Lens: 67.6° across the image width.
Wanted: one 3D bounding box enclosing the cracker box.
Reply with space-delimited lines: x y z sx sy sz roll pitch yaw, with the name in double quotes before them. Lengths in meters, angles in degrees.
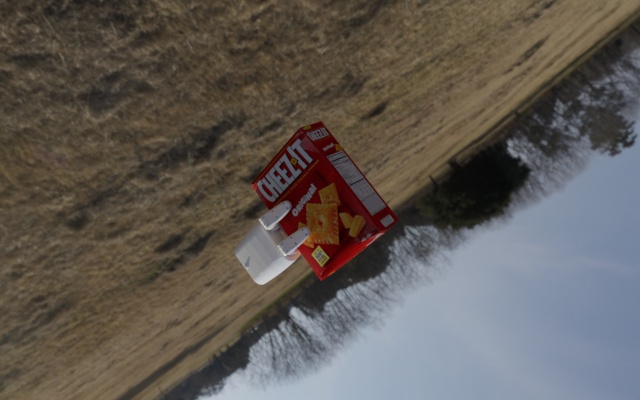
"cracker box" 0.000 0.003 0.806 0.164 0.213 0.072 -43 -10 36
